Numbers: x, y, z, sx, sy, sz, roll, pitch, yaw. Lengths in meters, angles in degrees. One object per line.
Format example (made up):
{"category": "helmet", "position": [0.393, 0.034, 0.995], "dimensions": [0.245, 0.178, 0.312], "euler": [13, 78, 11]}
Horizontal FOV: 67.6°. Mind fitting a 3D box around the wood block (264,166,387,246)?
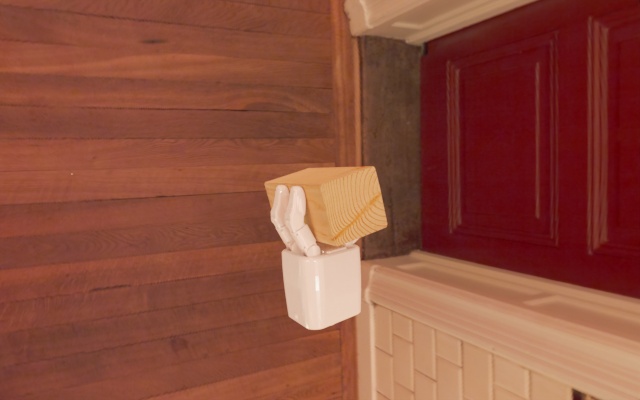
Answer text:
{"category": "wood block", "position": [0.001, 0.003, 0.733], "dimensions": [0.091, 0.090, 0.206], "euler": [-19, 11, -25]}
